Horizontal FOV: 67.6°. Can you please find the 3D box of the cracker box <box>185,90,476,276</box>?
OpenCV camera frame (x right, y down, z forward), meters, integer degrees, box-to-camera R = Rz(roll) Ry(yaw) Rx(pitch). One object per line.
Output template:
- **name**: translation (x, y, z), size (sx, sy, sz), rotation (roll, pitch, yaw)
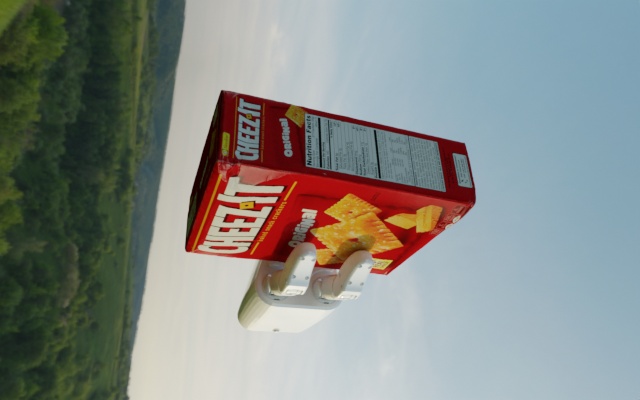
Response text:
- **cracker box**: translation (0.000, 0.001, 0.426), size (0.214, 0.072, 0.164), rotation (9, -32, -19)
